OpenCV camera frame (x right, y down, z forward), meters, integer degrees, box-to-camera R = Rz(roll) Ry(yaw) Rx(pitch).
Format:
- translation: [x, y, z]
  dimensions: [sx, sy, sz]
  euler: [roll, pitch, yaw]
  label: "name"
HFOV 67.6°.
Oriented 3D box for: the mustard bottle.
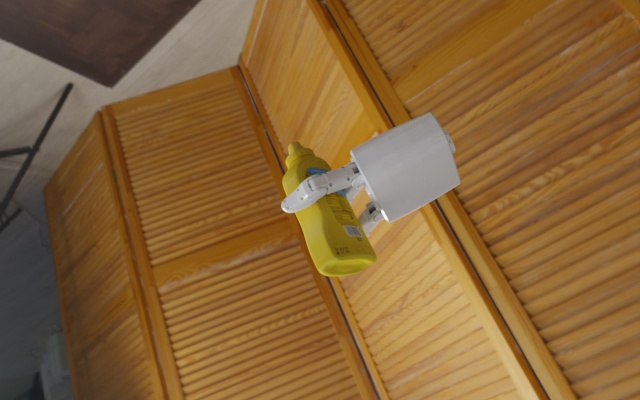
- translation: [0.000, 0.002, 0.618]
  dimensions: [0.058, 0.191, 0.096]
  euler: [-39, -28, 29]
  label: "mustard bottle"
